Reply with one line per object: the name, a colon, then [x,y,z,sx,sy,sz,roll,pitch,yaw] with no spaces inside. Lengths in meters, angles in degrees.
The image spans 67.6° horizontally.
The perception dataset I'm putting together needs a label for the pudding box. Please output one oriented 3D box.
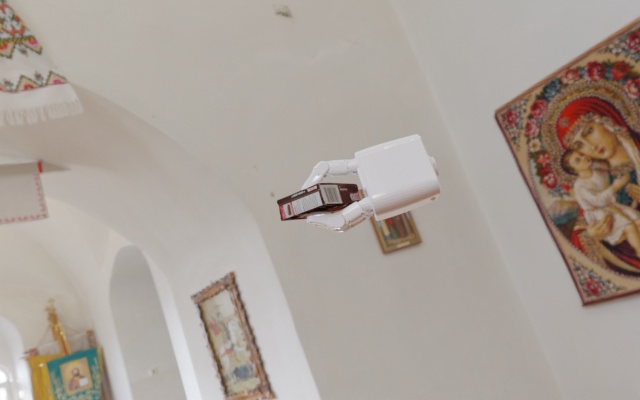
pudding box: [0.000,0.002,0.766,0.090,0.039,0.113,-22,-14,33]
